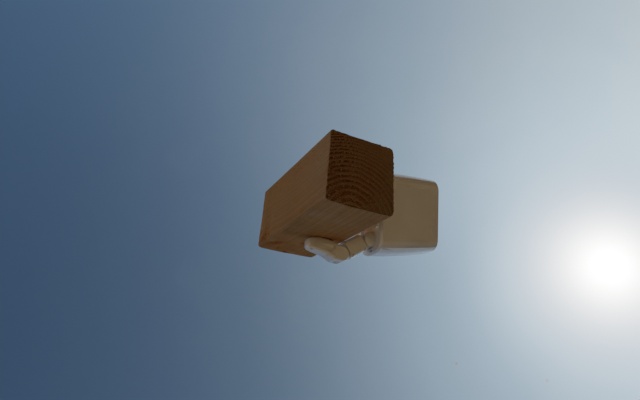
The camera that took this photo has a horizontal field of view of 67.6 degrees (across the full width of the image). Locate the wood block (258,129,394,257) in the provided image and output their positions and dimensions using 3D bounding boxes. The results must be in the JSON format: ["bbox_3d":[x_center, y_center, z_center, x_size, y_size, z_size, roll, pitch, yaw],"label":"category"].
[{"bbox_3d":[0.000,0.002,0.627,0.090,0.090,0.206,15,-26,-23],"label":"wood block"}]
